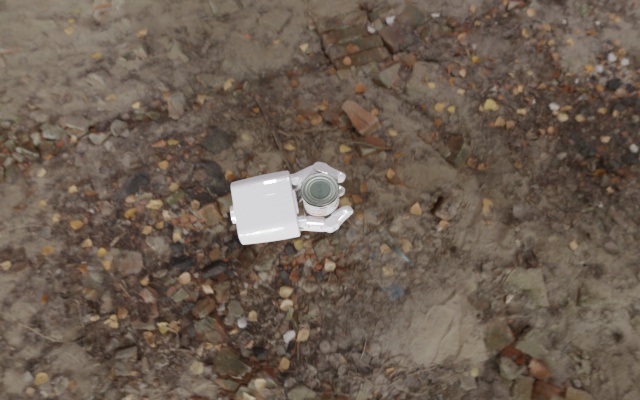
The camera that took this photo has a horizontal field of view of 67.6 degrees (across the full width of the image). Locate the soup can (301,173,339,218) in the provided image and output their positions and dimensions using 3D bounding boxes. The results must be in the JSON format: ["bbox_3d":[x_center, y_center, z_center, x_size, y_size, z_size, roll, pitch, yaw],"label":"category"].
[{"bbox_3d":[0.001,0.003,0.857,0.068,0.068,0.102,0,-27,2],"label":"soup can"}]
